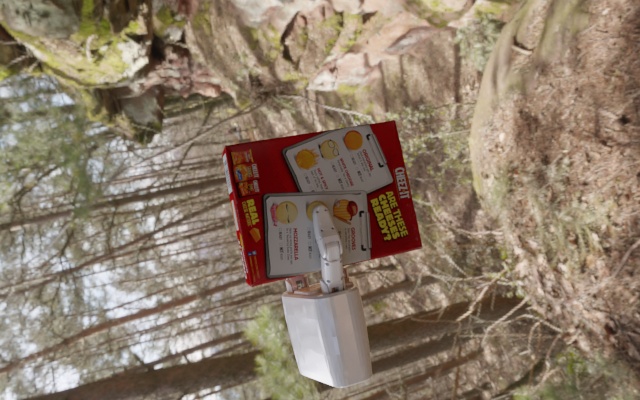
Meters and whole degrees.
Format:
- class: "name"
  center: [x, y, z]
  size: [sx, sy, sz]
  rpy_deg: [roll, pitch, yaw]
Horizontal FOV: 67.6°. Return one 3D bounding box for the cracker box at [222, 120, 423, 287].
- class: "cracker box"
  center: [0.000, 0.002, 0.587]
  size: [0.213, 0.164, 0.072]
  rpy_deg: [-11, -3, -15]
